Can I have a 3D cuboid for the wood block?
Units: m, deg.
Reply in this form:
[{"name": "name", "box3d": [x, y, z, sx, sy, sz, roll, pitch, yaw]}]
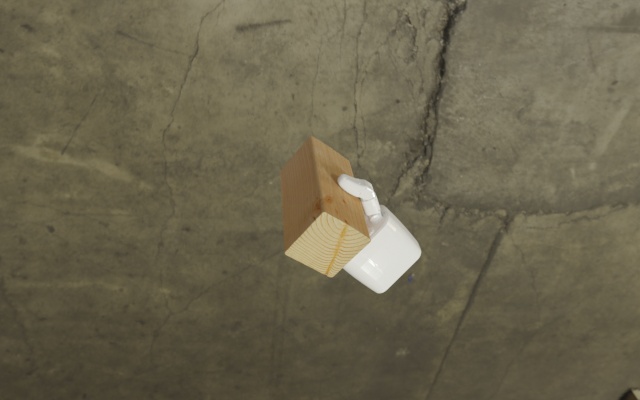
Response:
[{"name": "wood block", "box3d": [0.001, 0.002, 0.736, 0.090, 0.091, 0.206, 31, 27, -26]}]
